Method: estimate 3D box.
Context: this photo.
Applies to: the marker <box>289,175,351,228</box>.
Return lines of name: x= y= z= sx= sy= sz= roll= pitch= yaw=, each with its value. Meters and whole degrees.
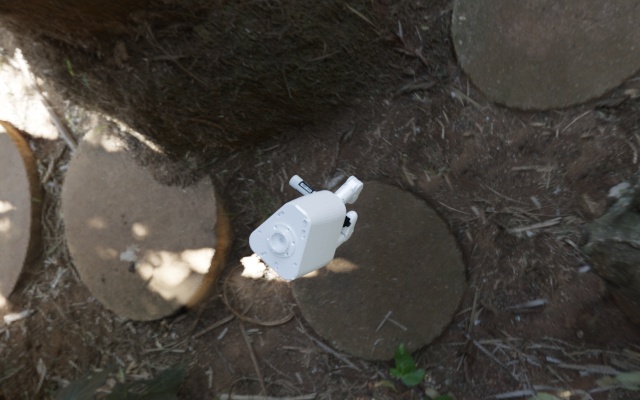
marker: x=0.000 y=0.002 z=0.756 sx=0.121 sy=0.020 sz=0.020 roll=39 pitch=14 yaw=18
